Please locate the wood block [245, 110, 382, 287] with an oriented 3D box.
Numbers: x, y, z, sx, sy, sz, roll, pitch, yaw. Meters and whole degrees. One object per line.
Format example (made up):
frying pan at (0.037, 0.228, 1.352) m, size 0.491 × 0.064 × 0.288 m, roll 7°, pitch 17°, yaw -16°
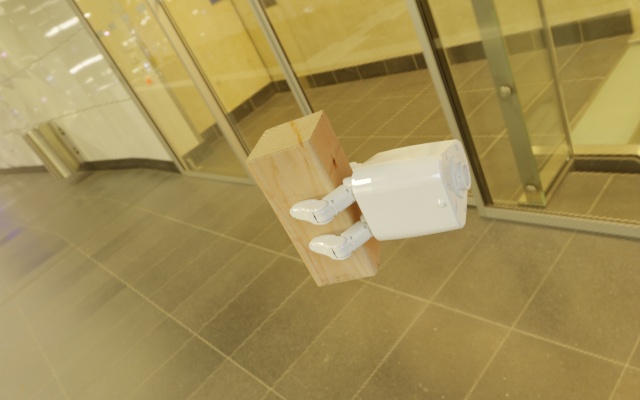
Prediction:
wood block at (0.000, 0.002, 0.626) m, size 0.090 × 0.206 × 0.090 m, roll -16°, pitch 29°, yaw 22°
